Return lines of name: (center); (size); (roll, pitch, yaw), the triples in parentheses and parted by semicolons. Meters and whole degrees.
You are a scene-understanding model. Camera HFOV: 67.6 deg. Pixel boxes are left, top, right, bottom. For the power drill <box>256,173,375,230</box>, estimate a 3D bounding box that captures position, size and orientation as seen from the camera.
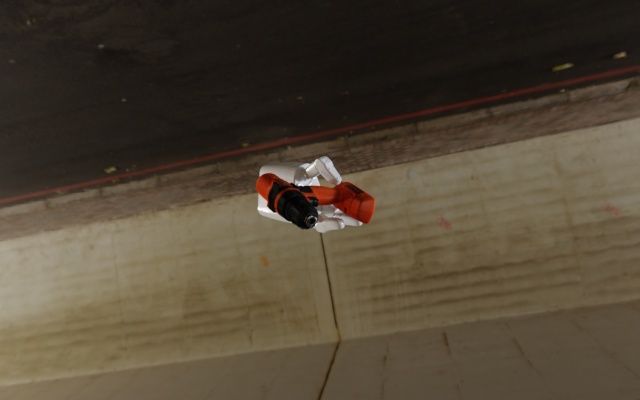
power drill: (0.000, 0.003, 0.832); (0.187, 0.057, 0.184); (6, 20, -33)
